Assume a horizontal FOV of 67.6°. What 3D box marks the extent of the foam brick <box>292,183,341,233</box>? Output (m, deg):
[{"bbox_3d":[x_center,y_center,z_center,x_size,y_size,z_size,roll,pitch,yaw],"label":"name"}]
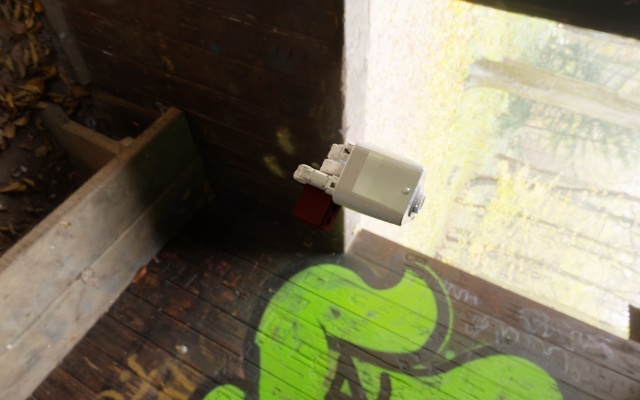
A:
[{"bbox_3d":[0.000,0.003,0.728,0.051,0.078,0.053,23,-6,19],"label":"foam brick"}]
